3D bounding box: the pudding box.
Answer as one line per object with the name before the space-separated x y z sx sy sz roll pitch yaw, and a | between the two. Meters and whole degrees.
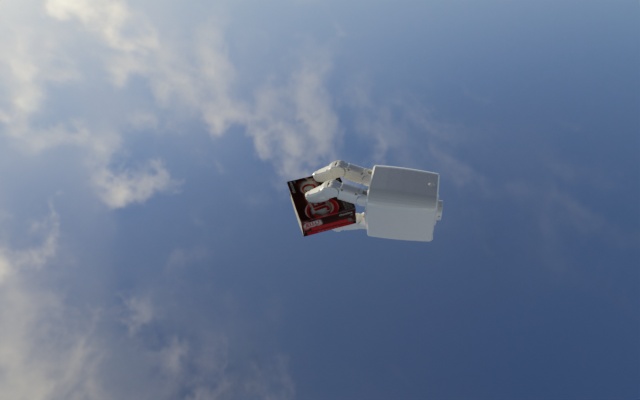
pudding box | 0.000 0.003 0.787 0.090 0.039 0.113 -13 38 -8
